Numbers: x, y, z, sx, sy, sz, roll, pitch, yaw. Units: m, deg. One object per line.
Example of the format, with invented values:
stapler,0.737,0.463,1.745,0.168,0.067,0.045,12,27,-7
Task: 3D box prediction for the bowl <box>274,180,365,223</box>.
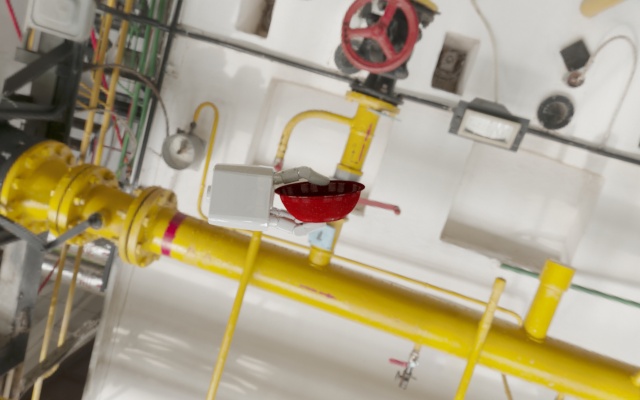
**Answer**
bowl,0.001,0.003,0.850,0.162,0.055,0.162,-3,11,1
